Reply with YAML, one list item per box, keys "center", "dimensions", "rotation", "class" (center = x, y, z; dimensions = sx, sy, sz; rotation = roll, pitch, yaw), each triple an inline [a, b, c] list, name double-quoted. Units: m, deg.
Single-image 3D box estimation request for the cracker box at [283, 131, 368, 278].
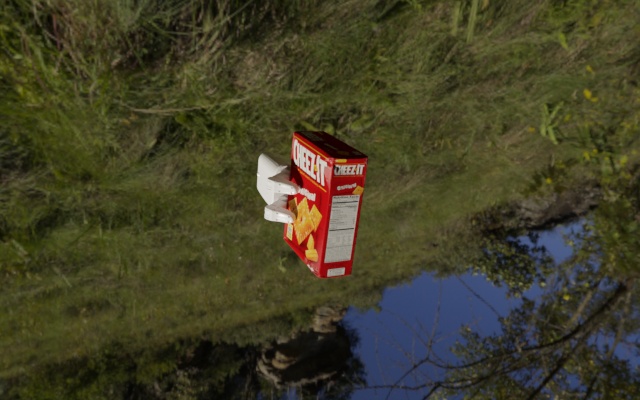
- center: [0.000, 0.003, 0.829]
  dimensions: [0.072, 0.214, 0.164]
  rotation: [-4, 23, -26]
  class: "cracker box"
